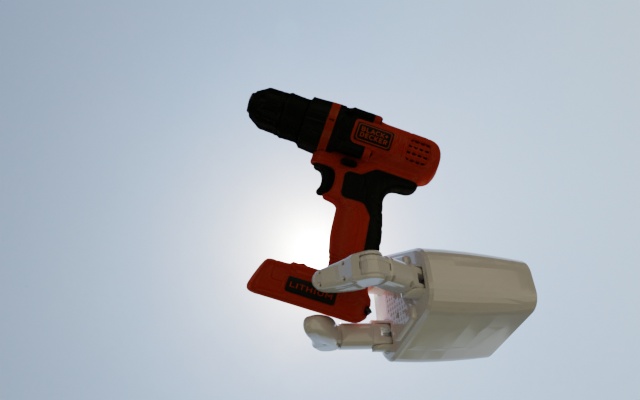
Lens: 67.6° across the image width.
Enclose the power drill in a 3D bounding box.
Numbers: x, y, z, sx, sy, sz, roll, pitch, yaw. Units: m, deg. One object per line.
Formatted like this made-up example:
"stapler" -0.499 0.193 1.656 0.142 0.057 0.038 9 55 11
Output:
"power drill" 0.000 0.002 0.426 0.184 0.187 0.057 18 -12 1
